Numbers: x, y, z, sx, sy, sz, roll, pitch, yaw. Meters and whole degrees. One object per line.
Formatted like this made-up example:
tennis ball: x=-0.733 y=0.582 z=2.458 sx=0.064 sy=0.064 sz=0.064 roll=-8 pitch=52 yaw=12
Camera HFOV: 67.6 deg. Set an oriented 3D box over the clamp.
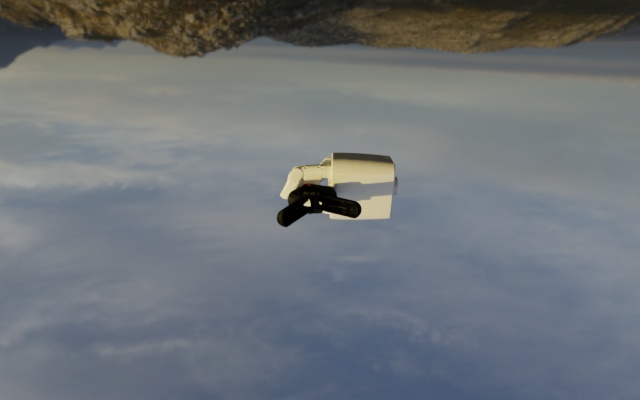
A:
clamp: x=0.000 y=0.003 z=0.739 sx=0.120 sy=0.039 sz=0.171 roll=1 pitch=17 yaw=1
